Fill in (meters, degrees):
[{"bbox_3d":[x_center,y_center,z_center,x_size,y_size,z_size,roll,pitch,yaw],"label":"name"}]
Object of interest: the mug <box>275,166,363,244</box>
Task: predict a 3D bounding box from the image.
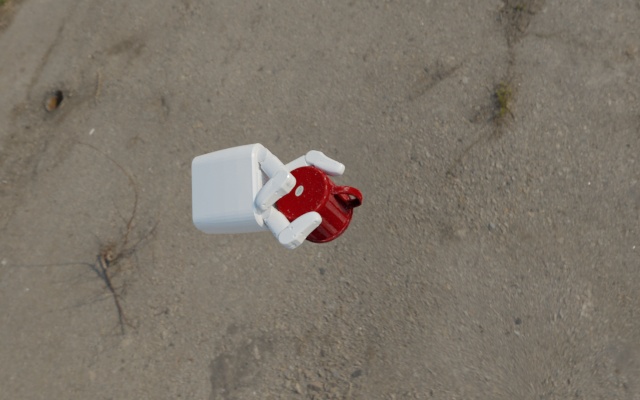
[{"bbox_3d":[0.001,0.002,0.662,0.117,0.093,0.081,-8,-26,22],"label":"mug"}]
